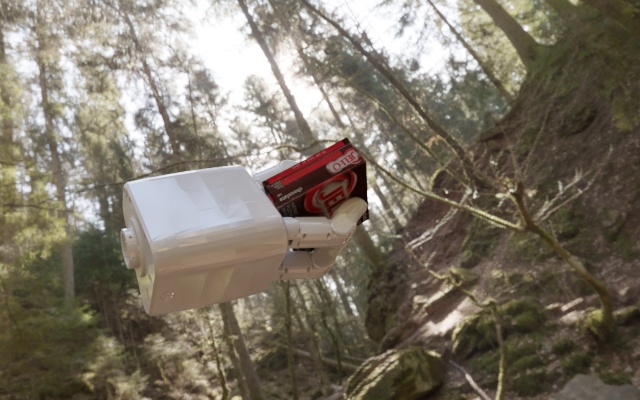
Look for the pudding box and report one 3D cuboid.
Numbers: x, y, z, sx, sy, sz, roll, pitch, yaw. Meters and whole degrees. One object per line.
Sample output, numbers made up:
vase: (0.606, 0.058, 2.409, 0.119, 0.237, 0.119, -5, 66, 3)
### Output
pudding box: (0.000, 0.001, 0.462, 0.090, 0.039, 0.114, -28, -27, -8)
